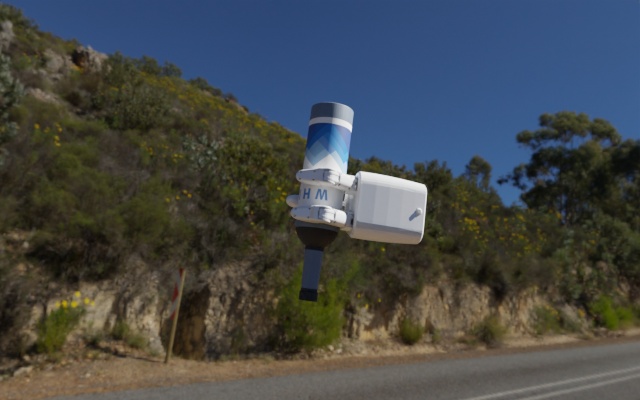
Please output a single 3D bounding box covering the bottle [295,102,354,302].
[{"bbox_3d":[0.000,0.002,0.721,0.069,0.295,0.069,7,-10,1],"label":"bottle"}]
